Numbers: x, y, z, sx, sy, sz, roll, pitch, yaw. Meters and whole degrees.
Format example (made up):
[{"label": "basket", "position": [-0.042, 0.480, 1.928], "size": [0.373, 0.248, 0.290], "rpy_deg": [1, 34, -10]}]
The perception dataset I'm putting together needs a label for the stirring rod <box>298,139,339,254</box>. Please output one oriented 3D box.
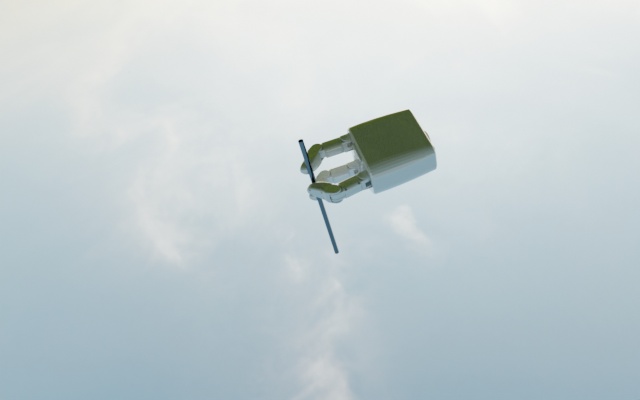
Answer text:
[{"label": "stirring rod", "position": [0.000, 0.002, 0.762], "size": [0.011, 0.240, 0.011], "rpy_deg": [-10, 40, 9]}]
